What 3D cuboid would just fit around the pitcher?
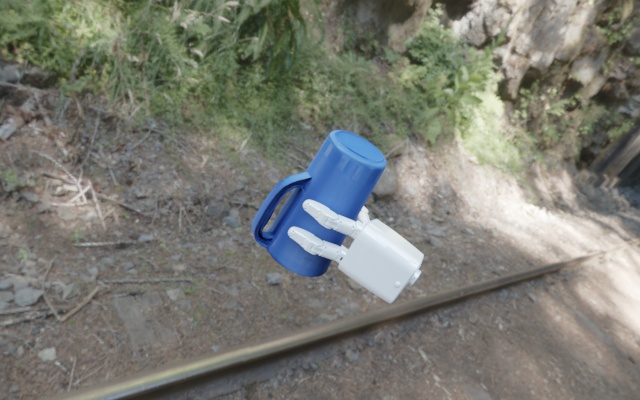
[{"bbox_3d":[0.000,0.003,0.823,0.145,0.243,0.149,35,26,10],"label":"pitcher"}]
